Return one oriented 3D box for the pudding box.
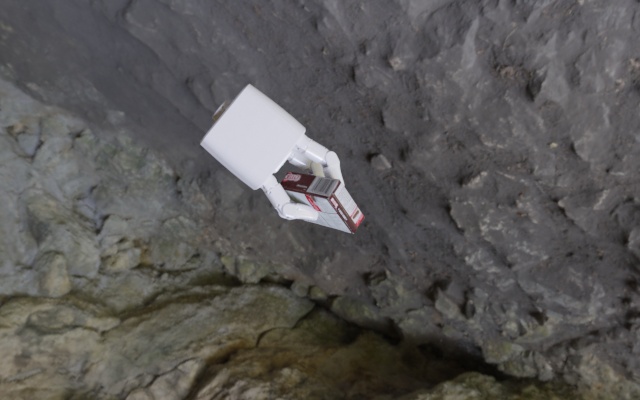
[{"bbox_3d":[0.000,0.002,0.734,0.113,0.039,0.090,14,-29,44],"label":"pudding box"}]
